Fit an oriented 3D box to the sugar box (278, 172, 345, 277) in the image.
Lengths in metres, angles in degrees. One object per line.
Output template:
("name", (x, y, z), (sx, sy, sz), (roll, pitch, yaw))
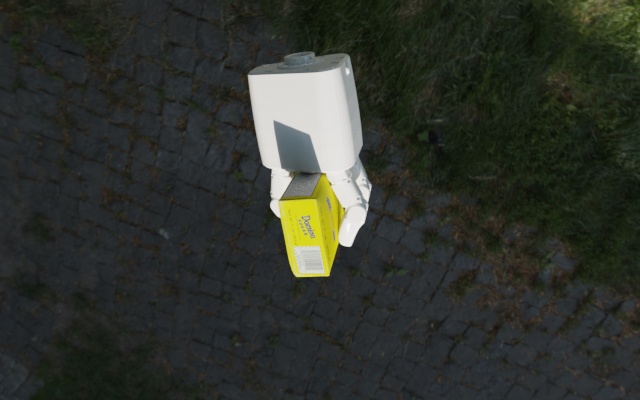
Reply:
("sugar box", (0.001, 0.002, 0.556), (0.048, 0.093, 0.176), (-2, 26, 15))
